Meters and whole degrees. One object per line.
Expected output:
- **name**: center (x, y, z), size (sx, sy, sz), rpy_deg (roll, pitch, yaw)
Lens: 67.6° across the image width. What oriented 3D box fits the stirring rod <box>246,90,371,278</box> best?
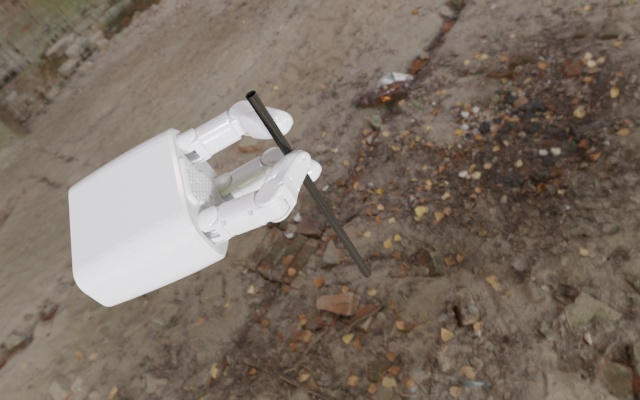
- **stirring rod**: center (0.000, 0.001, 0.412), size (0.011, 0.011, 0.240), rpy_deg (0, -39, 31)
